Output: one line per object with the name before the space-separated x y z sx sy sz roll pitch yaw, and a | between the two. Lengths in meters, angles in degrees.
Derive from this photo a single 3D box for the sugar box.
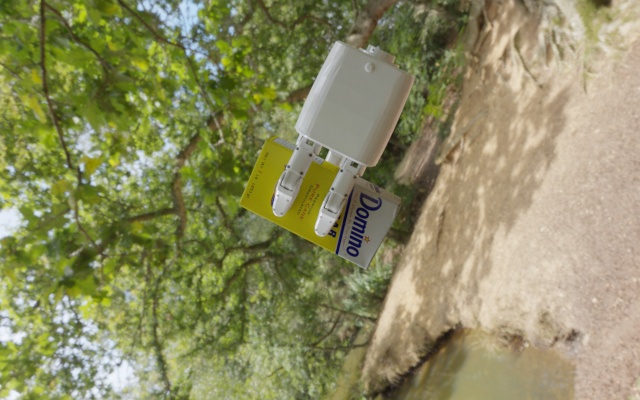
sugar box | 0.000 0.002 0.579 0.176 0.093 0.048 27 18 5
